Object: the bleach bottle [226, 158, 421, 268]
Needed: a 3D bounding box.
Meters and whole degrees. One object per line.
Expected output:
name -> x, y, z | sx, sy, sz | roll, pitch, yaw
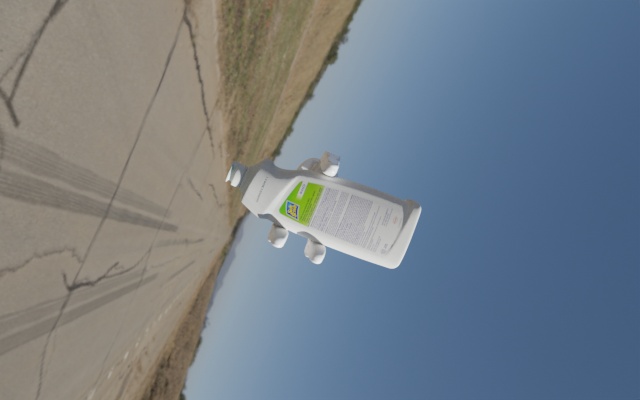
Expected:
bleach bottle -> 0.000, 0.002, 0.636 | 0.251, 0.102, 0.068 | 23, -5, -8
